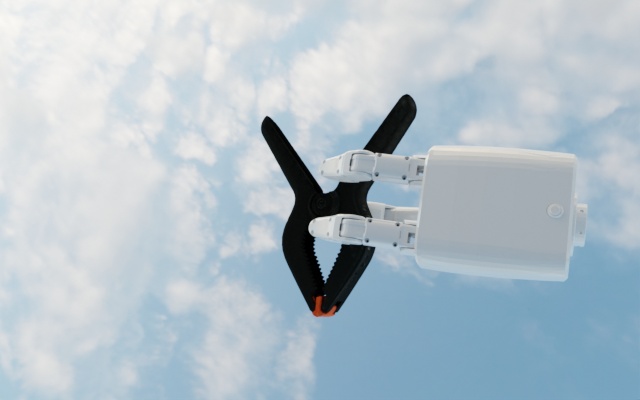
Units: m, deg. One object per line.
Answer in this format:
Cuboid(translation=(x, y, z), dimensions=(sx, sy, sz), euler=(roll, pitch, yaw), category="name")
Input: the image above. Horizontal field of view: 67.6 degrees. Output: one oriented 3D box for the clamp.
Cuboid(translation=(0.001, 0.002, 0.457), dimensions=(0.164, 0.210, 0.036), euler=(4, -10, 29), category="clamp")
